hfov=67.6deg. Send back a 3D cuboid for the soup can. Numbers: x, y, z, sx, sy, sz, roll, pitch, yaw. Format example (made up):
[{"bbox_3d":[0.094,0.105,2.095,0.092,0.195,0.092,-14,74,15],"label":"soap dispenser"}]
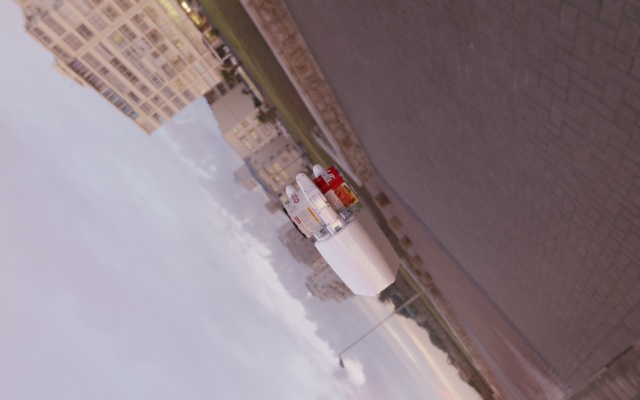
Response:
[{"bbox_3d":[0.000,0.002,0.723,0.102,0.068,0.068,-37,-2,2],"label":"soup can"}]
